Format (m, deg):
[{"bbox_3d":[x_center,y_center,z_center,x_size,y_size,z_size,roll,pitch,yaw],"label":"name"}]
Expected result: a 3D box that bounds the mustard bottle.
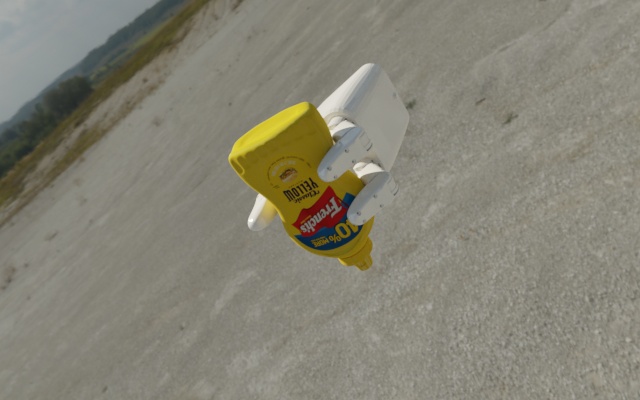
[{"bbox_3d":[0.000,0.002,0.486,0.096,0.192,0.058,-27,28,18],"label":"mustard bottle"}]
